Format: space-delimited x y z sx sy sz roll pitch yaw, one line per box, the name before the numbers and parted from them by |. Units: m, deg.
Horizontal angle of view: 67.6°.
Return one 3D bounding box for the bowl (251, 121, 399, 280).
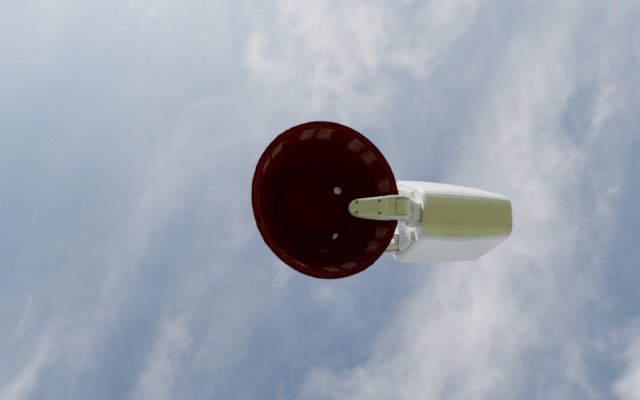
bowl | -0.001 0.001 0.503 0.162 0.162 0.055 0 -9 -22
